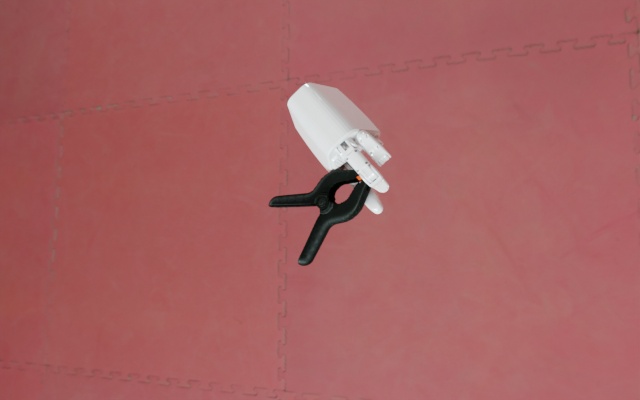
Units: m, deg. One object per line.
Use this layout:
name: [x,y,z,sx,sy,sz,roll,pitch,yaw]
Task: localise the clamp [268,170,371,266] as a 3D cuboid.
clamp: [0.000,0.002,0.718,0.171,0.120,0.039,-43,-17,11]
